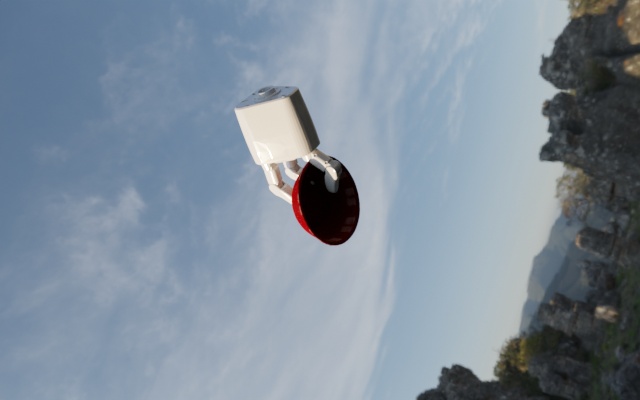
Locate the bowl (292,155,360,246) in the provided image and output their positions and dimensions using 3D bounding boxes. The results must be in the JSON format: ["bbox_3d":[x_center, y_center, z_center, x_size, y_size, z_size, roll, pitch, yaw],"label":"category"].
[{"bbox_3d":[0.000,0.004,0.854,0.055,0.162,0.162,-13,-9,42],"label":"bowl"}]
